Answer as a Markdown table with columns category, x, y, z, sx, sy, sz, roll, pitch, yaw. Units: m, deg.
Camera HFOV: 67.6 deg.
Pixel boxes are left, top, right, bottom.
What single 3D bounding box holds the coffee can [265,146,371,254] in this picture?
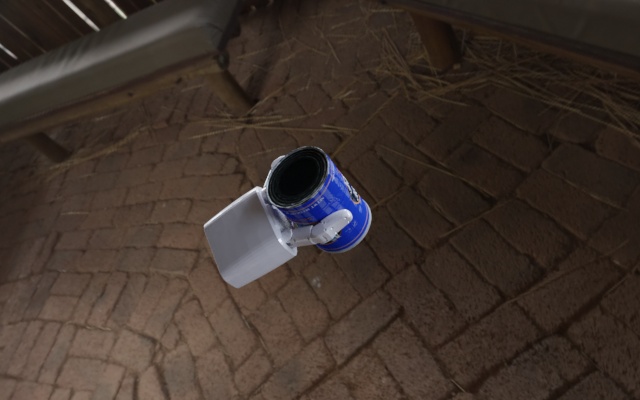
| category | x | y | z | sx | sy | sz | roll | pitch | yaw |
| --- | --- | --- | --- | --- | --- | --- | --- | --- | --- |
| coffee can | 0.000 | 0.002 | 0.706 | 0.103 | 0.102 | 0.140 | 0 | -31 | 34 |
